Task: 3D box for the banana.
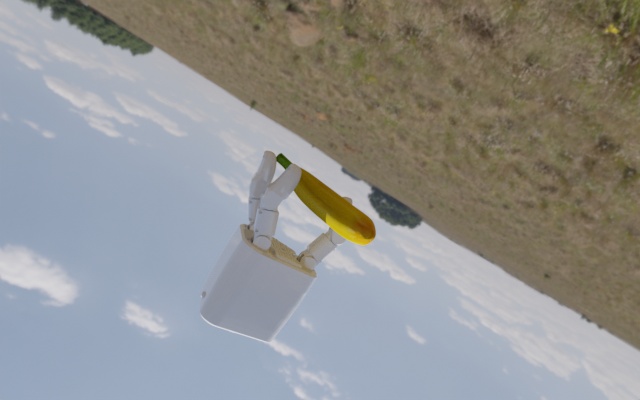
[{"bbox_3d":[0.010,0.008,0.548,0.070,0.037,0.197,32,5,-43],"label":"banana"}]
